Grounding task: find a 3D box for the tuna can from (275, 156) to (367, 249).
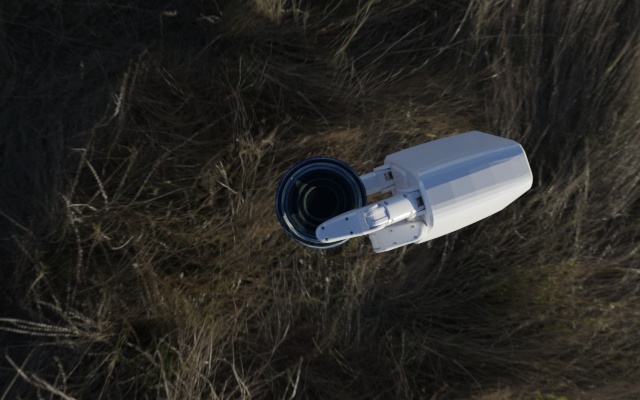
[{"bbox_3d":[0.000,0.002,0.447,0.086,0.086,0.034,0,3,-4],"label":"tuna can"}]
